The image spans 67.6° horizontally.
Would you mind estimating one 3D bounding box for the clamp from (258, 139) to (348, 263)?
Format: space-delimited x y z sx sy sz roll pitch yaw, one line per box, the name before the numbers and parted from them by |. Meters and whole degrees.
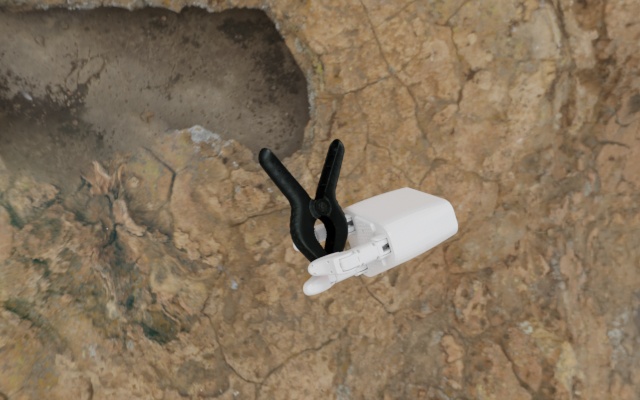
clamp | 0.000 0.002 0.601 0.120 0.171 0.039 -21 6 -25
